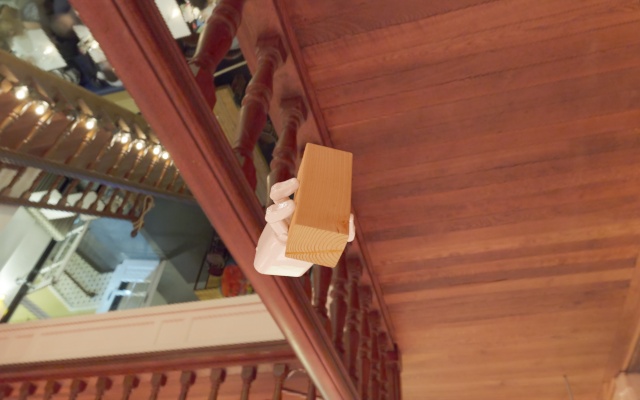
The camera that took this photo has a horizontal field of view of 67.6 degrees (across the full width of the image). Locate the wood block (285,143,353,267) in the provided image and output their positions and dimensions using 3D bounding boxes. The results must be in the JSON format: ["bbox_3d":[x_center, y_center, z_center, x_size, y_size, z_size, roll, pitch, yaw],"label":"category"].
[{"bbox_3d":[0.000,0.003,0.844,0.091,0.206,0.090,13,-46,-7],"label":"wood block"}]
